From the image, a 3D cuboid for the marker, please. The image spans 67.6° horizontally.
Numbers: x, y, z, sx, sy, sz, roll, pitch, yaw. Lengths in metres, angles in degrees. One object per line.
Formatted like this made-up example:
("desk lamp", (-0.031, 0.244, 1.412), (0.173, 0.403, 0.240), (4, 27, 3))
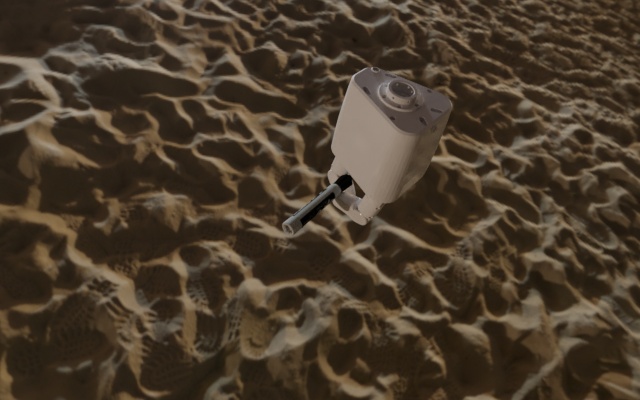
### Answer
("marker", (0.000, 0.002, 0.590), (0.020, 0.020, 0.121), (0, 32, 49))
